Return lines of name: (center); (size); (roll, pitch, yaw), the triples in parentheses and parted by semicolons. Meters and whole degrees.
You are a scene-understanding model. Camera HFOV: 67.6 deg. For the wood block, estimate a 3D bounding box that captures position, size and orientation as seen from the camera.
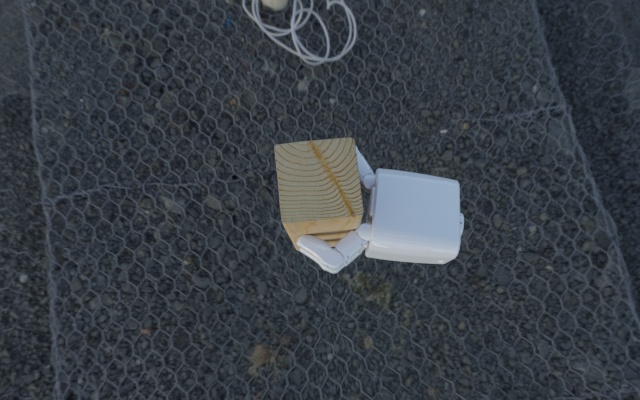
wood block: (0.000, 0.002, 0.608); (0.090, 0.090, 0.206); (-6, -14, 0)
